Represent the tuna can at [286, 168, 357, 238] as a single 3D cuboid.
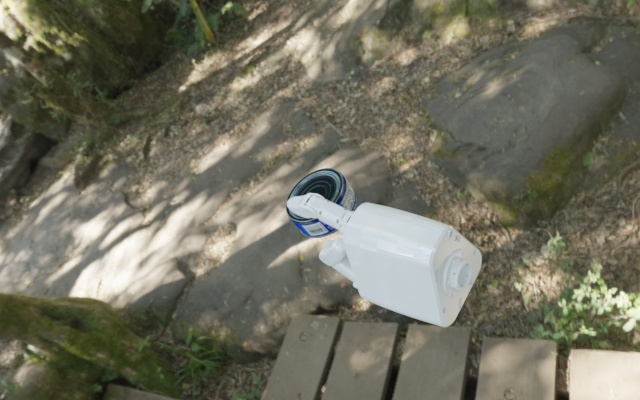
[{"bbox_3d":[0.000,0.002,0.588,0.086,0.086,0.034,0,-36,39],"label":"tuna can"}]
